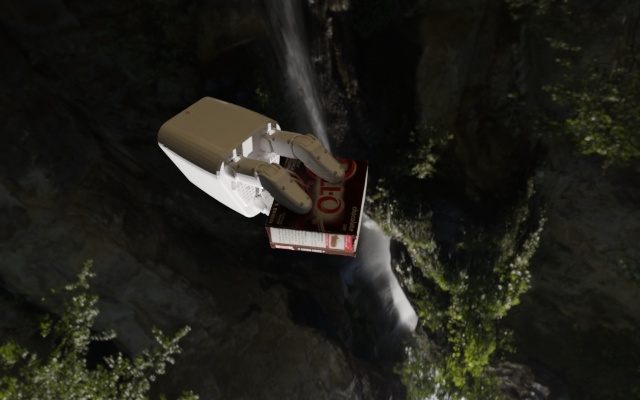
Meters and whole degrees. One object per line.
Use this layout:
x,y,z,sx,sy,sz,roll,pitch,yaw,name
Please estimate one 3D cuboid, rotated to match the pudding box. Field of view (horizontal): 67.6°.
0.000,0.002,0.498,0.090,0.113,0.039,5,-43,8,pudding box
